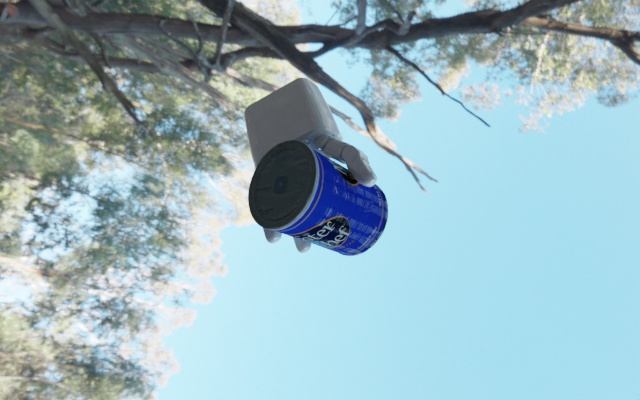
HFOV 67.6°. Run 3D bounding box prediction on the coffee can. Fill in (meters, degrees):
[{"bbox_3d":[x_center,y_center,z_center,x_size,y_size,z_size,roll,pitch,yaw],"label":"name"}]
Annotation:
[{"bbox_3d":[0.000,0.002,0.568,0.103,0.102,0.140,0,-17,42],"label":"coffee can"}]
